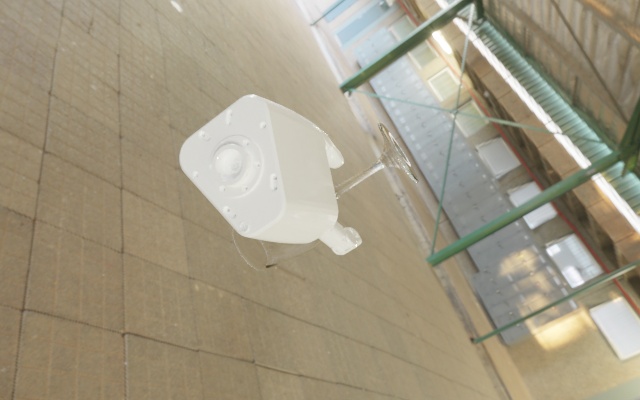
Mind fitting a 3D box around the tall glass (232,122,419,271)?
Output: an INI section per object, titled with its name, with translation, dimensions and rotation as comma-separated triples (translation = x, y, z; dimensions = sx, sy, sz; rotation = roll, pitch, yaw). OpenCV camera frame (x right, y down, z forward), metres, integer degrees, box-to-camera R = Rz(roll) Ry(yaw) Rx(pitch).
[tall glass]
translation = 0.001, 0.001, 0.517
dimensions = 0.201, 0.079, 0.079
rotation = -33, -10, 16
